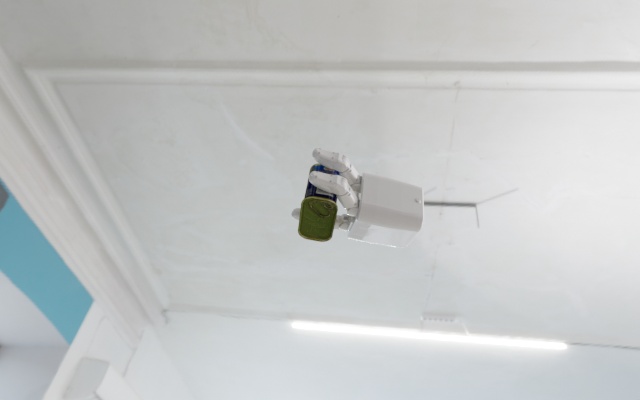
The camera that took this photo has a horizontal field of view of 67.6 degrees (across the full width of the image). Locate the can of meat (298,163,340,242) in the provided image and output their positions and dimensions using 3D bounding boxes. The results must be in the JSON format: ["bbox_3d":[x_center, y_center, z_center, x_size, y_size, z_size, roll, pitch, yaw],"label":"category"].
[{"bbox_3d":[0.000,0.002,0.780,0.057,0.084,0.102,10,-43,1],"label":"can of meat"}]
